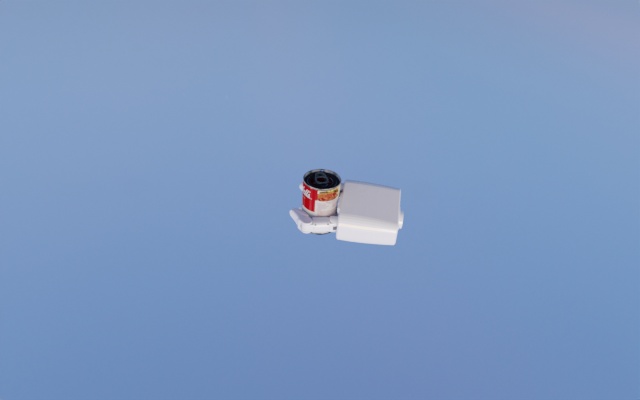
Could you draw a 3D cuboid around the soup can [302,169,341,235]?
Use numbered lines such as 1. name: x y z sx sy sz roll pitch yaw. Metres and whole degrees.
1. soup can: 0.000 0.003 0.871 0.068 0.102 0.068 3 35 -2
